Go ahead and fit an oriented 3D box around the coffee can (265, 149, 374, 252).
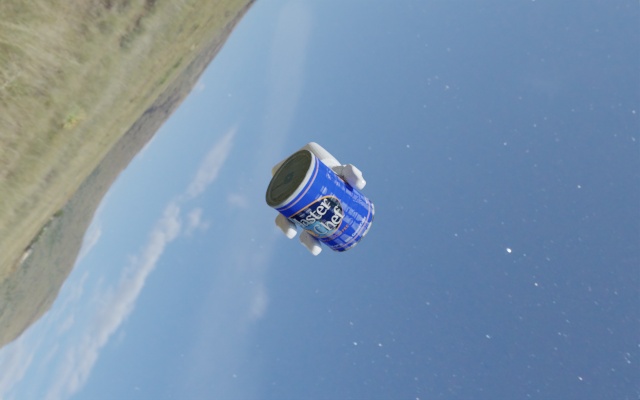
[{"bbox_3d":[0.000,0.002,0.744,0.140,0.102,0.103,37,-20,-28],"label":"coffee can"}]
